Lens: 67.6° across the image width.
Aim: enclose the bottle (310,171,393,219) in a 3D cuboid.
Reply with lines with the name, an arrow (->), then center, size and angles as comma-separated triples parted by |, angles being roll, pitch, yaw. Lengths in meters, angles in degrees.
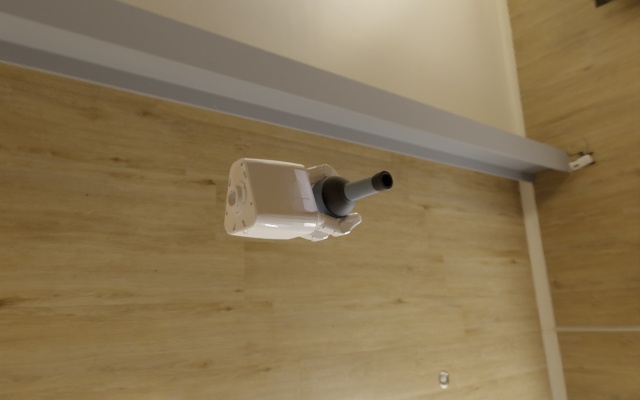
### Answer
bottle -> 0.000, 0.003, 0.770 | 0.069, 0.069, 0.296 | 0, -12, -39
